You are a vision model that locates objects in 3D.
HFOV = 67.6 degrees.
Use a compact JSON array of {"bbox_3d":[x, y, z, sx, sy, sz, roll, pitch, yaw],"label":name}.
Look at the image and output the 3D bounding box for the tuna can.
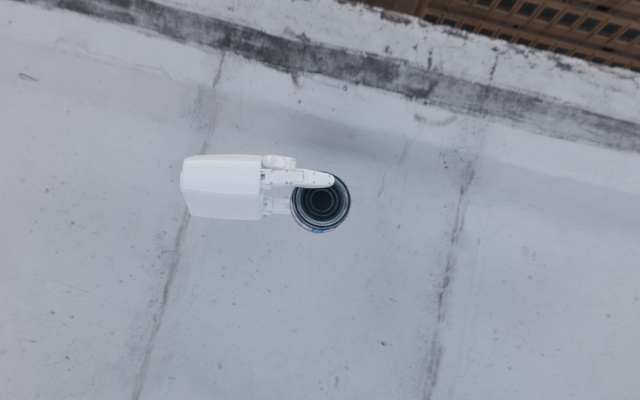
[{"bbox_3d":[0.000,0.002,0.680,0.086,0.086,0.034,0,-11,-9],"label":"tuna can"}]
